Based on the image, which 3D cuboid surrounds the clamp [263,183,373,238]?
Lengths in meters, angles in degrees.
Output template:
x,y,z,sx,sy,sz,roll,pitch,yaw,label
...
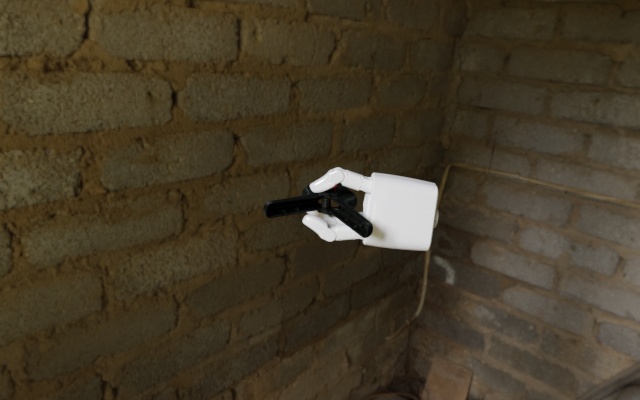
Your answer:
x,y,z,sx,sy,sz,roll,pitch,yaw,label
0.001,0.002,0.783,0.164,0.036,0.210,11,18,0,clamp
